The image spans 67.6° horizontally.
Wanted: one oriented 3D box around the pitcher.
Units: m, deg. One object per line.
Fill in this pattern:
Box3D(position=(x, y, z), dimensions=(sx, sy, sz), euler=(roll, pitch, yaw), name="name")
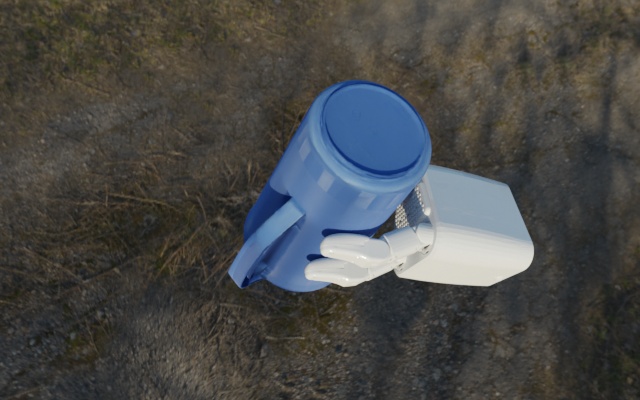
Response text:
Box3D(position=(0.000, 0.002, 0.474), dimensions=(0.145, 0.149, 0.243), euler=(12, -29, -13), name="pitcher")
